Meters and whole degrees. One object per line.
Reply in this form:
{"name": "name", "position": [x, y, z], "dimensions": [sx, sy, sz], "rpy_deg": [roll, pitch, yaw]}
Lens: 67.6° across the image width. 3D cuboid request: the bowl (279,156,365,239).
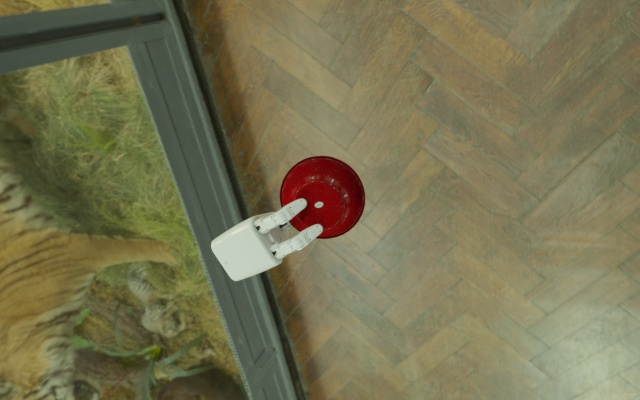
{"name": "bowl", "position": [0.001, 0.002, 0.866], "dimensions": [0.162, 0.162, 0.055], "rpy_deg": [0, 16, 7]}
